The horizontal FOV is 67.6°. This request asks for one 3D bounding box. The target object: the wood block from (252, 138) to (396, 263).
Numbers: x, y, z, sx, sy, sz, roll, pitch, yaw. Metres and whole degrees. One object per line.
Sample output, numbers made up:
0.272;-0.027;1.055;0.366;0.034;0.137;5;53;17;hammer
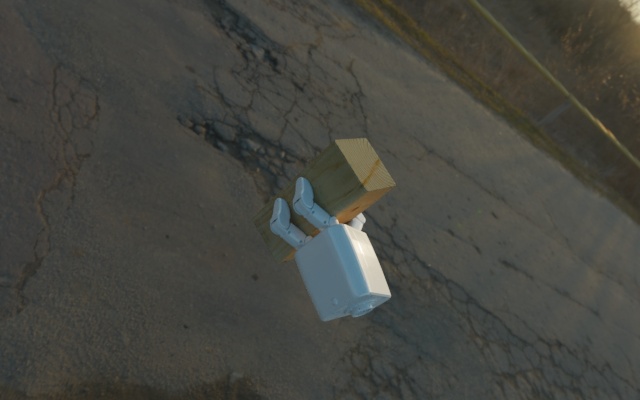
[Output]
0.001;0.003;0.737;0.206;0.090;0.091;-40;-16;33;wood block
